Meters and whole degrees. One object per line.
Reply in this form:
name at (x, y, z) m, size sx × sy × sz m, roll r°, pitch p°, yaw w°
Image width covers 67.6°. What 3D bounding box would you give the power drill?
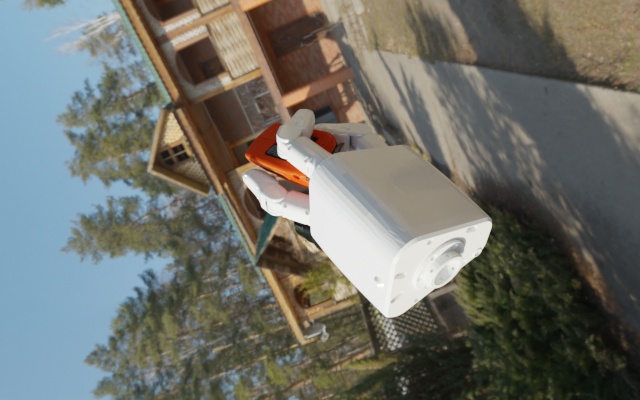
power drill at (0.000, 0.002, 0.525) m, size 0.184 × 0.057 × 0.188 m, roll 18°, pitch -27°, yaw 47°
